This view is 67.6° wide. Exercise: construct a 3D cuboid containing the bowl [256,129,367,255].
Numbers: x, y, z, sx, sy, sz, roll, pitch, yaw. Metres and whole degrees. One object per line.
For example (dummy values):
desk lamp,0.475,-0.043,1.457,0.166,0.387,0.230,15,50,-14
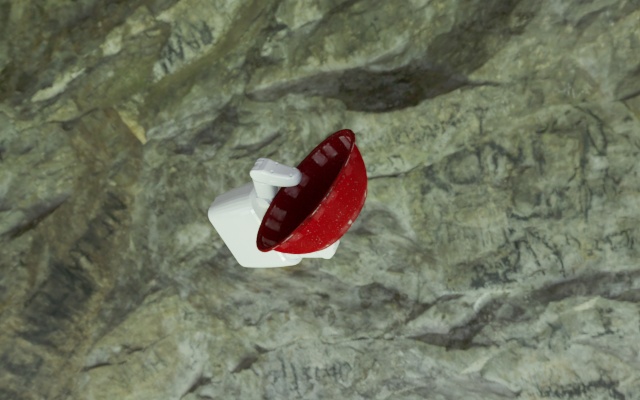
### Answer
bowl,0.001,0.002,0.517,0.055,0.162,0.162,37,-13,-18
